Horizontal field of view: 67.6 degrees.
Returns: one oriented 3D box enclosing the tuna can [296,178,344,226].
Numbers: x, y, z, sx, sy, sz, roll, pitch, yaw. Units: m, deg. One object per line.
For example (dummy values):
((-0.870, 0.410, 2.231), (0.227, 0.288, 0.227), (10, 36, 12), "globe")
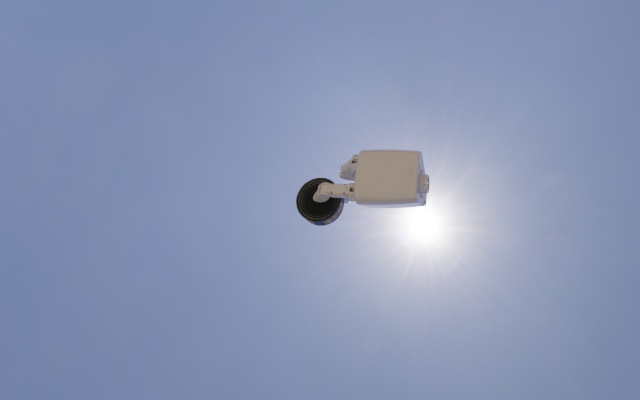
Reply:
((0.000, 0.003, 0.889), (0.086, 0.086, 0.034), (0, -19, 18), "tuna can")
